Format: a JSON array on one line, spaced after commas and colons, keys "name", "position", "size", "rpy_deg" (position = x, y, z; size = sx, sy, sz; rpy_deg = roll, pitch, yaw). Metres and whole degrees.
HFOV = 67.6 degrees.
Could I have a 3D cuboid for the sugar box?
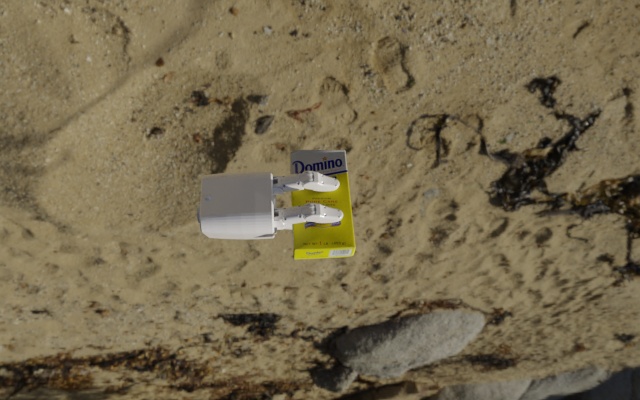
[{"name": "sugar box", "position": [0.000, 0.002, 0.749], "size": [0.093, 0.176, 0.048], "rpy_deg": [-2, -26, -6]}]
